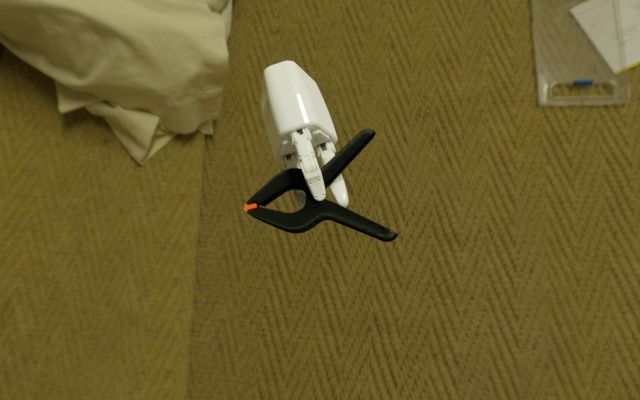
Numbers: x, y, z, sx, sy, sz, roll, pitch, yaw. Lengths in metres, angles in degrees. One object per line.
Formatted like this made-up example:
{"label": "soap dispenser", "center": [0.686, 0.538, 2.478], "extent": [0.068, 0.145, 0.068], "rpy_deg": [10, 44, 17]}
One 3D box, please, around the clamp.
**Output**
{"label": "clamp", "center": [-0.001, 0.002, 0.667], "extent": [0.210, 0.164, 0.036], "rpy_deg": [-18, -17, 2]}
